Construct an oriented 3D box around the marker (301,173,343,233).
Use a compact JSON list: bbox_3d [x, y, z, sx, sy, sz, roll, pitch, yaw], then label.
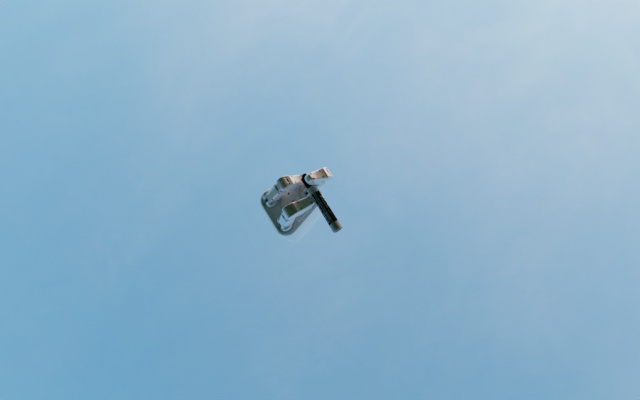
[{"bbox_3d":[0.000,0.003,0.846,0.020,0.121,0.020,-30,-15,-9],"label":"marker"}]
